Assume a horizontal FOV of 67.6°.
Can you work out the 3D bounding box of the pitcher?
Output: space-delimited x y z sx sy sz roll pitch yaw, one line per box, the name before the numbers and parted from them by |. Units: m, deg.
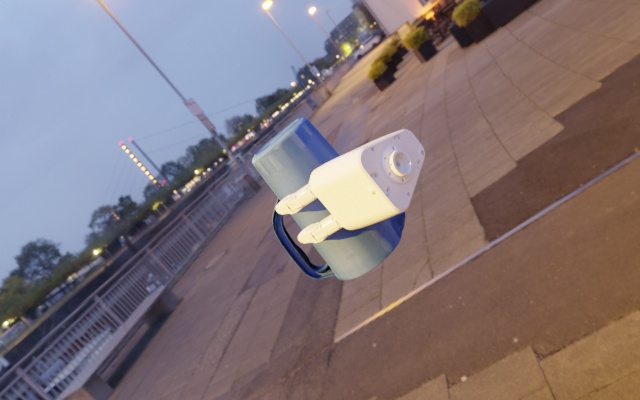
pitcher | 0.000 0.002 0.745 0.149 0.243 0.145 -46 14 -30
